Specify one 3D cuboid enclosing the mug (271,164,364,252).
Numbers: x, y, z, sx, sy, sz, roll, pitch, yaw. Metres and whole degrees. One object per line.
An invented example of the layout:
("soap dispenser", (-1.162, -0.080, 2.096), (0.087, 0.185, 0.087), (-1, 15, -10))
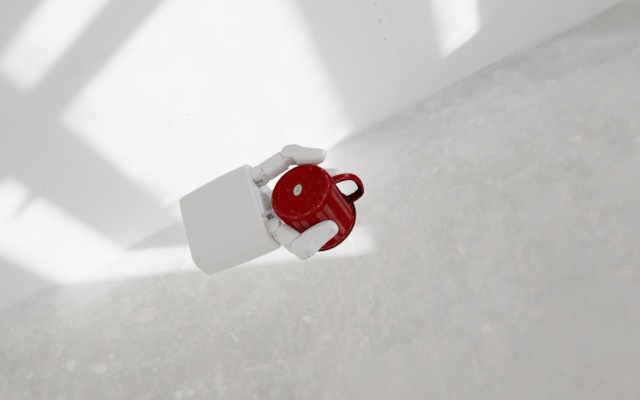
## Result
("mug", (0.001, 0.001, 0.606), (0.117, 0.093, 0.081), (-25, -37, 9))
